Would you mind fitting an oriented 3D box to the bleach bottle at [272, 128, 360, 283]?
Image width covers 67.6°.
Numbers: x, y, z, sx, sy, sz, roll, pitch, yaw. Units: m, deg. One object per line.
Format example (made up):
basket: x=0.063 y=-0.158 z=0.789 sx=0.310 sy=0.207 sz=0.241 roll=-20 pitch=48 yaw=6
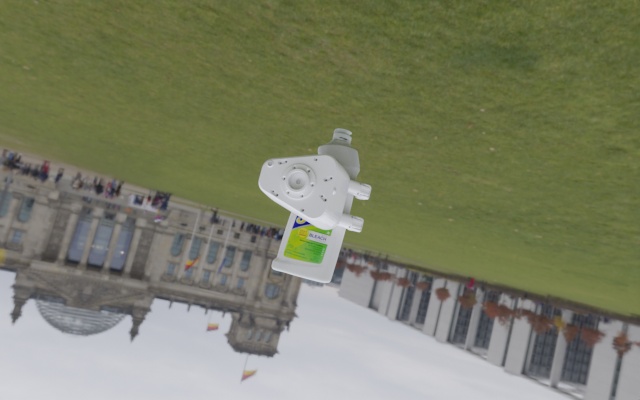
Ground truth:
bleach bottle: x=0.000 y=0.003 z=0.791 sx=0.102 sy=0.251 sz=0.068 roll=13 pitch=-6 yaw=12
